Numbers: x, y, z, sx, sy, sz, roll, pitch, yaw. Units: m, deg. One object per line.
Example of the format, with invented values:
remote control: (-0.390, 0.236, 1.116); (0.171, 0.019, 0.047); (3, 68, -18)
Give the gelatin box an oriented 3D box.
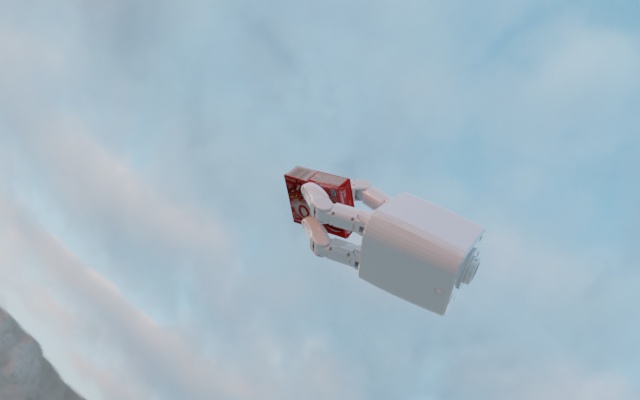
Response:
gelatin box: (0.000, 0.002, 0.597); (0.089, 0.073, 0.030); (17, 40, 36)
